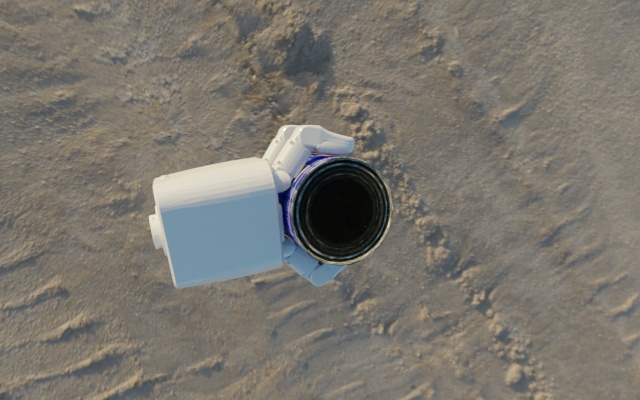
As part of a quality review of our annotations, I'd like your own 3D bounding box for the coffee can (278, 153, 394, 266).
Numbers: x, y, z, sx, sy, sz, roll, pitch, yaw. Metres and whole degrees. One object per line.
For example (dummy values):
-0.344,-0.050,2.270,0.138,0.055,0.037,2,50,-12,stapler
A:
0.000,0.002,0.507,0.103,0.103,0.140,0,7,-19,coffee can
